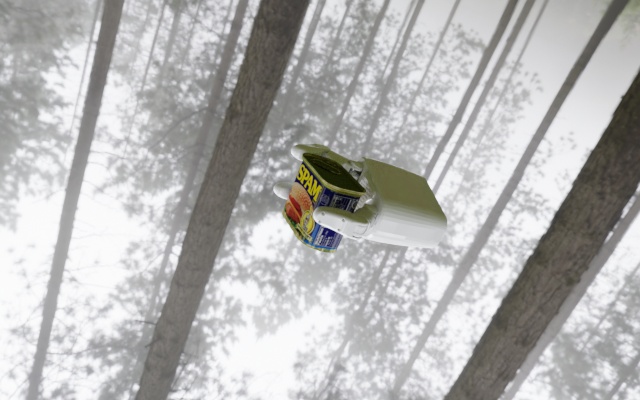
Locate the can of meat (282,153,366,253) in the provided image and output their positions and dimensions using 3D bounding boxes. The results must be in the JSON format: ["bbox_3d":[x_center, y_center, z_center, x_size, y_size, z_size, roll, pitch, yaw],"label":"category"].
[{"bbox_3d":[0.000,0.002,0.577,0.057,0.084,0.102,11,22,-29],"label":"can of meat"}]
